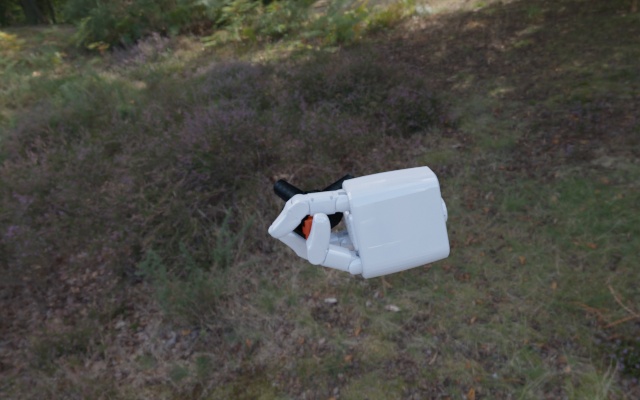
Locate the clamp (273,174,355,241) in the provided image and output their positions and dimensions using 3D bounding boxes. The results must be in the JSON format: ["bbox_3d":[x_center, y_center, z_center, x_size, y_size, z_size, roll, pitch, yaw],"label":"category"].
[{"bbox_3d":[0.000,0.002,0.636,0.120,0.039,0.171,-13,25,-3],"label":"clamp"}]
